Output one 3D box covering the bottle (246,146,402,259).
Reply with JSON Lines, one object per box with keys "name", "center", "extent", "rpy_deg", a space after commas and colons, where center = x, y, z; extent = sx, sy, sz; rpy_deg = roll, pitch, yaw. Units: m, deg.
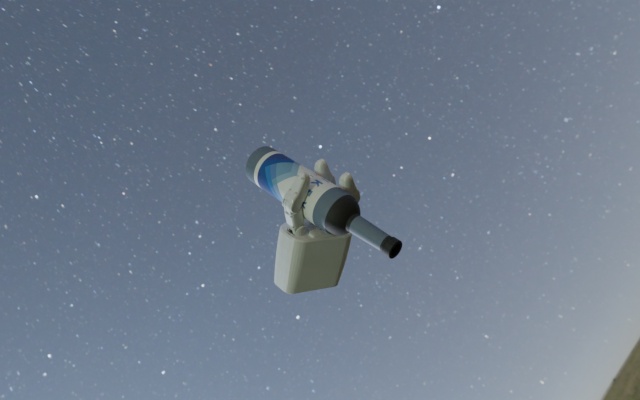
{"name": "bottle", "center": [0.000, 0.002, 0.719], "extent": [0.295, 0.069, 0.069], "rpy_deg": [32, 21, 36]}
